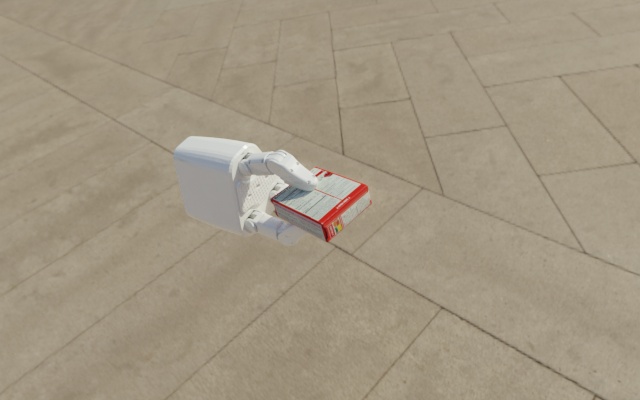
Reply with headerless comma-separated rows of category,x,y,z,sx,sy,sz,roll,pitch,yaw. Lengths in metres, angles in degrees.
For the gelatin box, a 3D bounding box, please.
gelatin box,0.000,0.001,0.533,0.073,0.030,0.089,-39,41,-28
